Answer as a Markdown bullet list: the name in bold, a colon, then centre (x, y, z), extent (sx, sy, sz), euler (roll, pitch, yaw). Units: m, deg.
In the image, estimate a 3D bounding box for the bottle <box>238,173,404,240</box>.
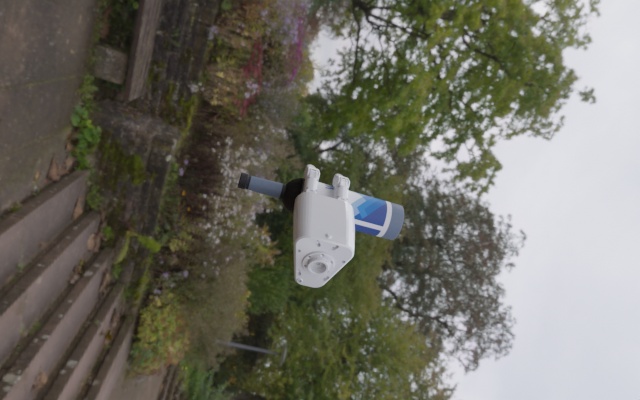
- **bottle**: centre (0.000, 0.003, 0.849), extent (0.296, 0.069, 0.069), euler (15, -3, -11)
